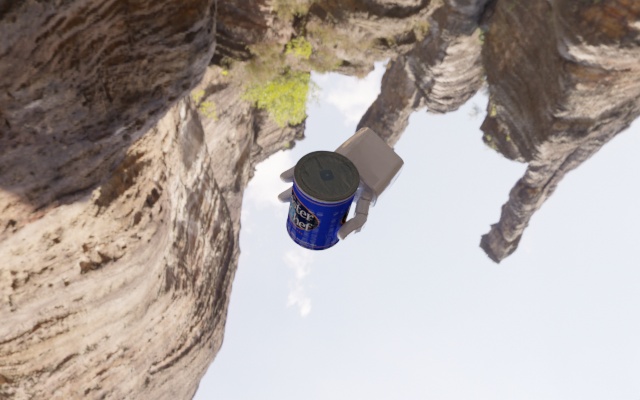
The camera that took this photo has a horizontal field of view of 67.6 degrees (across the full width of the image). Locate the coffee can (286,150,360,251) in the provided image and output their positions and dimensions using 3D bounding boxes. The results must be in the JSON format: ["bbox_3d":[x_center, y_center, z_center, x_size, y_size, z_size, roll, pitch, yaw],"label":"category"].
[{"bbox_3d":[0.000,0.003,0.782,0.103,0.102,0.140,0,-38,-11],"label":"coffee can"}]
